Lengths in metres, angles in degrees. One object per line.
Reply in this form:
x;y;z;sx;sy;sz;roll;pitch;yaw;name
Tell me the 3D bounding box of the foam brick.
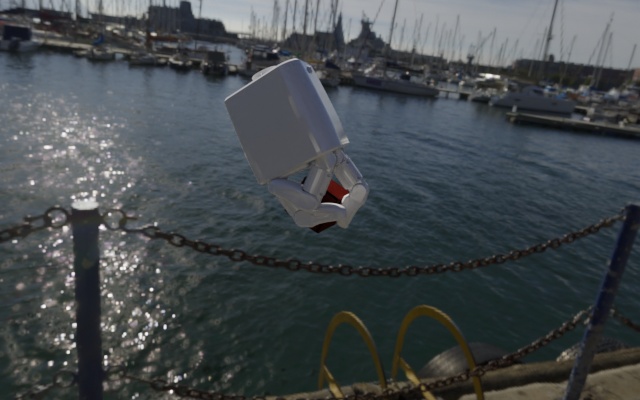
0.000;0.002;0.609;0.051;0.053;0.078;34;13;12;foam brick
